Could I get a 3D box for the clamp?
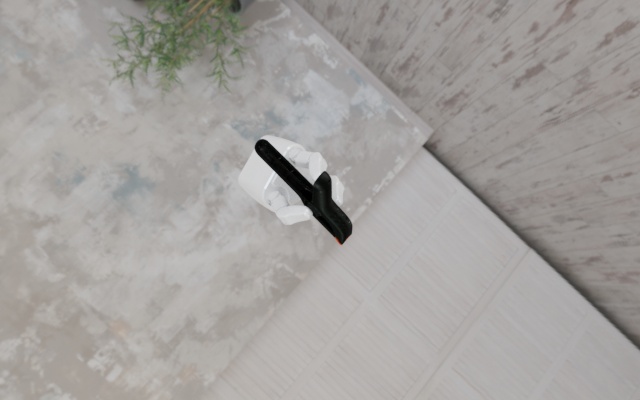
[{"bbox_3d":[0.000,0.003,0.703,0.164,0.036,0.210,30,-18,52],"label":"clamp"}]
